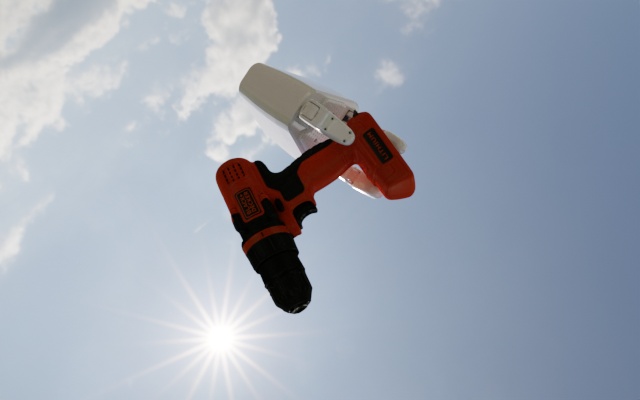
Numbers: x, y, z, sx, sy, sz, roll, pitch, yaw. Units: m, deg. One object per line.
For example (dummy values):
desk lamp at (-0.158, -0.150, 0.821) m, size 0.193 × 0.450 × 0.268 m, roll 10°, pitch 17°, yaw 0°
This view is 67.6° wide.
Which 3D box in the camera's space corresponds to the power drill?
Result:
power drill at (0.000, 0.001, 0.497) m, size 0.187 × 0.184 × 0.057 m, roll -27°, pitch -25°, yaw -6°
